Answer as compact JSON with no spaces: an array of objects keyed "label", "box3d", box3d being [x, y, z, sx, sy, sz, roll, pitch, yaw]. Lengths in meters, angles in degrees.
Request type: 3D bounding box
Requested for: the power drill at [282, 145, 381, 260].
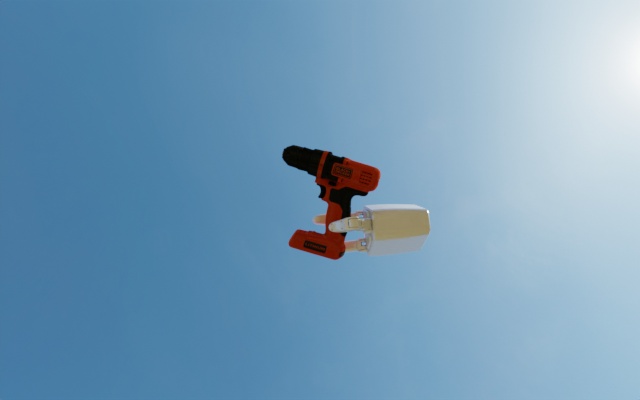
[{"label":"power drill","box3d":[0.000,0.003,0.878,0.184,0.188,0.057,17,10,8]}]
